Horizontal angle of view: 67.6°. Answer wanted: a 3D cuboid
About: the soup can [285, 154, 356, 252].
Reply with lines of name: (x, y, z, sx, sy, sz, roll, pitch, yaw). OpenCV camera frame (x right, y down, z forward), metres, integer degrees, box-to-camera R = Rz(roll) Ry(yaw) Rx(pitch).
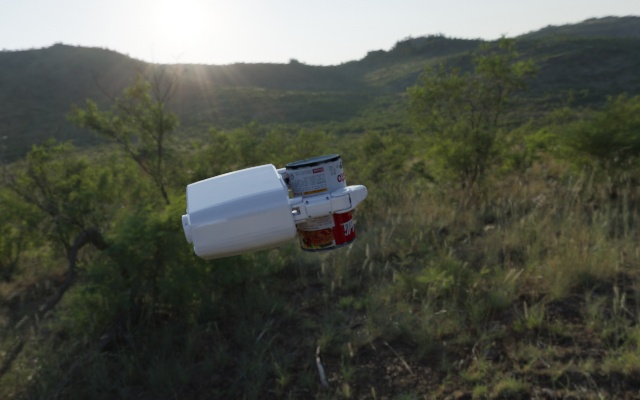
soup can: (0.001, 0.001, 0.564, 0.068, 0.102, 0.068, -11, 10, 2)
